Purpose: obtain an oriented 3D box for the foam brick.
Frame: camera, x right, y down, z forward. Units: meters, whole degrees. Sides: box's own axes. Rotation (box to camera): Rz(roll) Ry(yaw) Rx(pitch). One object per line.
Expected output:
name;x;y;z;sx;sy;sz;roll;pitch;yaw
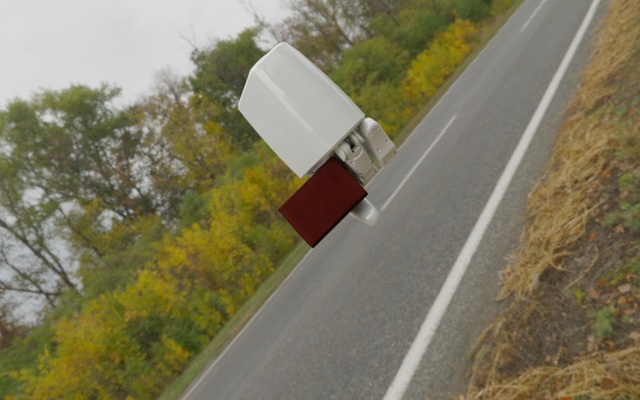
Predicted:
foam brick;0.000;0.002;0.486;0.078;0.051;0.053;-45;5;-4
